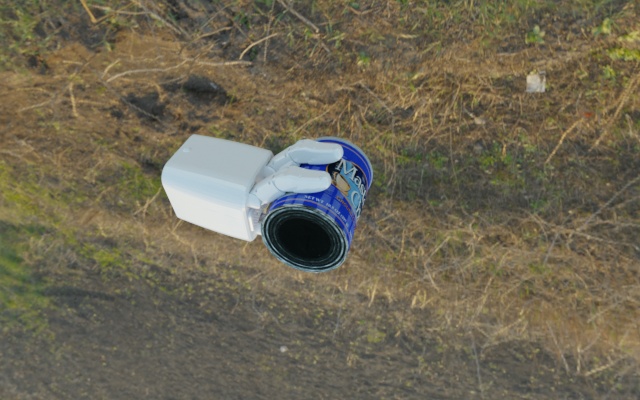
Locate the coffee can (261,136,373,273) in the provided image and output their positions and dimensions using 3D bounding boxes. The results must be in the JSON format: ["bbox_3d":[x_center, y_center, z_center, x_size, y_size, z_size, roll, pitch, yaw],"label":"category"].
[{"bbox_3d":[0.000,0.002,0.581,0.103,0.103,0.140,0,38,20],"label":"coffee can"}]
